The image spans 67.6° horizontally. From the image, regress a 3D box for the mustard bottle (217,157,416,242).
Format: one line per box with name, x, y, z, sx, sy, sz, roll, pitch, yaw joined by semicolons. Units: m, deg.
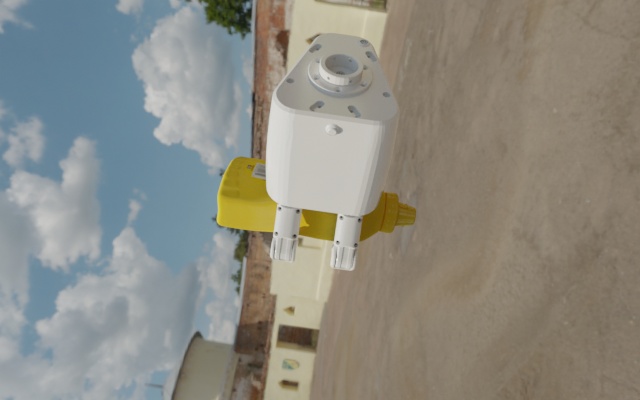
mustard bottle;0.000;0.002;0.480;0.191;0.058;0.096;8;27;0
